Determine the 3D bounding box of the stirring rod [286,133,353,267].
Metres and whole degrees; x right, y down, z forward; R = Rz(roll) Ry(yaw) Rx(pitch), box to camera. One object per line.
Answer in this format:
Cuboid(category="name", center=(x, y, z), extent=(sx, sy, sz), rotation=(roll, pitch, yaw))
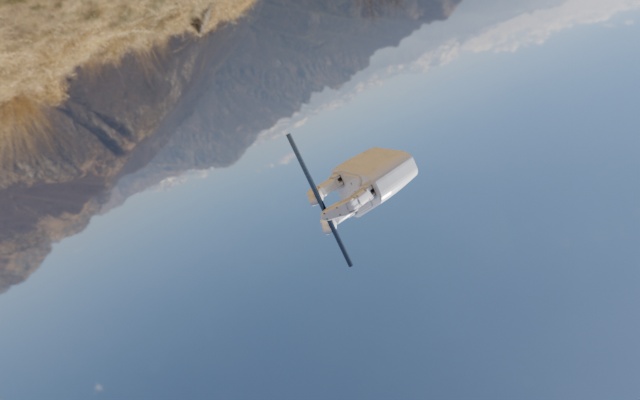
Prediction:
Cuboid(category="stirring rod", center=(0.000, 0.002, 0.770), extent=(0.011, 0.239, 0.011), rotation=(-24, 12, 6))
